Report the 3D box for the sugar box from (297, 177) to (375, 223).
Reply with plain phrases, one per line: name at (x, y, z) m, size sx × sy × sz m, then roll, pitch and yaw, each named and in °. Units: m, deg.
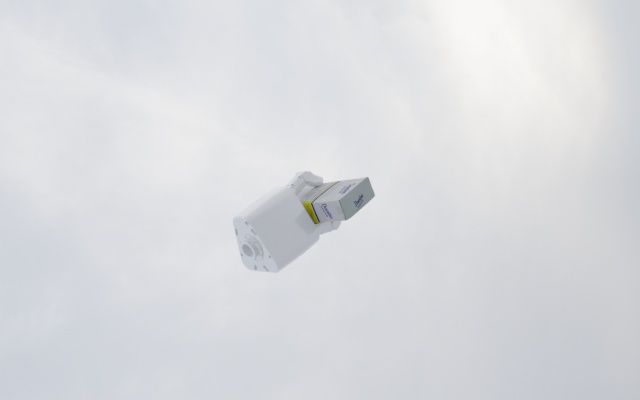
sugar box at (0.000, 0.003, 0.853) m, size 0.176 × 0.048 × 0.093 m, roll -3°, pitch 26°, yaw 43°
